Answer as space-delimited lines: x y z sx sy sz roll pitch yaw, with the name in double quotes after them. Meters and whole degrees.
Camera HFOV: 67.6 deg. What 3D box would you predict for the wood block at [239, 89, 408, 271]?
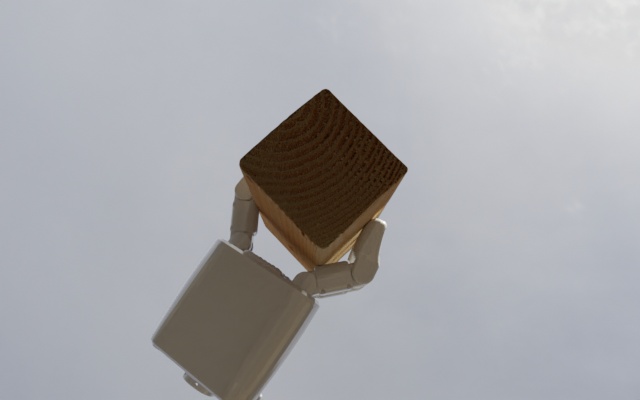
0.000 0.002 0.437 0.090 0.091 0.206 -42 -10 -11 "wood block"
